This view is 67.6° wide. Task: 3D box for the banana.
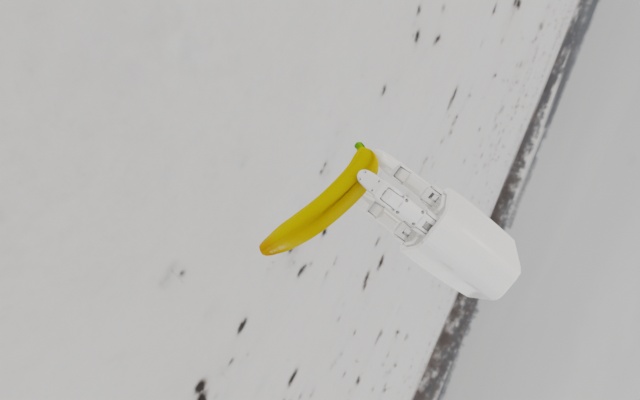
[{"bbox_3d":[0.011,-0.001,0.567,0.197,0.037,0.069,-45,19,-22],"label":"banana"}]
